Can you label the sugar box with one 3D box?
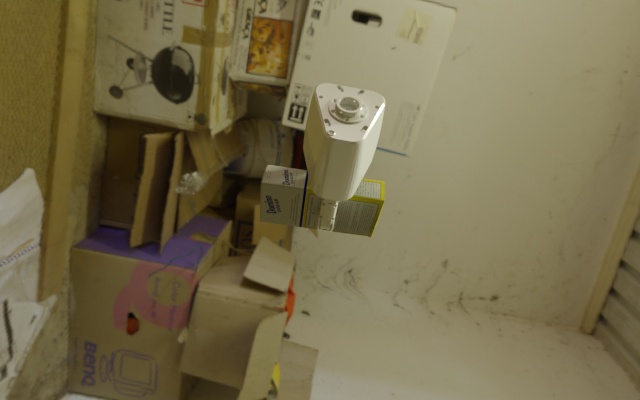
[{"bbox_3d":[0.000,0.002,0.711,0.176,0.048,0.093,11,-40,0],"label":"sugar box"}]
